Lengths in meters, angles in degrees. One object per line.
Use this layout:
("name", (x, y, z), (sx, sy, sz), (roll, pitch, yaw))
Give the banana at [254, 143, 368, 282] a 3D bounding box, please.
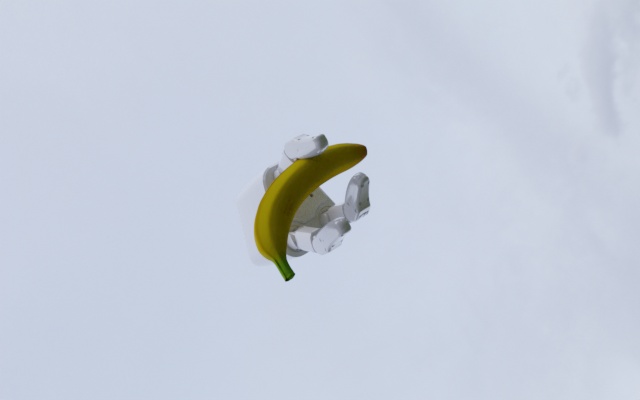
("banana", (-0.017, -0.007, 0.502), (0.069, 0.197, 0.037), (35, -35, -4))
